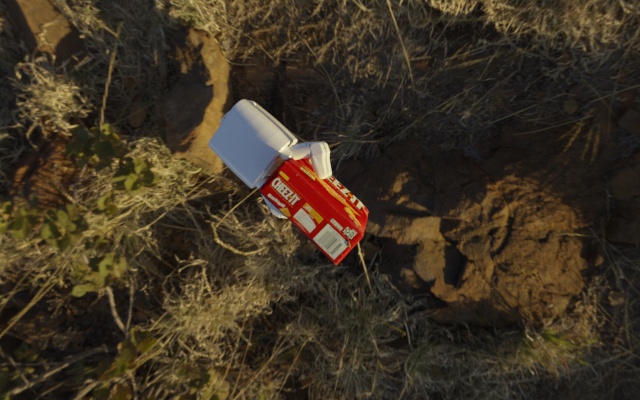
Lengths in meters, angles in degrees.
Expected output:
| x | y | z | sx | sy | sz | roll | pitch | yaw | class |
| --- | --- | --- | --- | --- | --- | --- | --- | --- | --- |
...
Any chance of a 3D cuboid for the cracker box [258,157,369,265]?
| x | y | z | sx | sy | sz | roll | pitch | yaw | class |
| --- | --- | --- | --- | --- | --- | --- | --- | --- | --- |
| 0.000 | 0.003 | 0.803 | 0.164 | 0.072 | 0.213 | 43 | 12 | 0 | cracker box |
